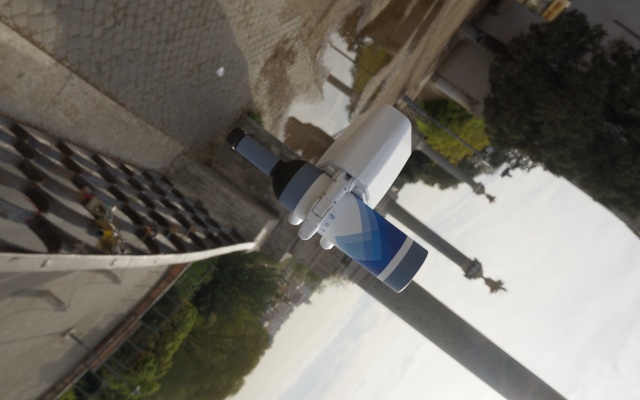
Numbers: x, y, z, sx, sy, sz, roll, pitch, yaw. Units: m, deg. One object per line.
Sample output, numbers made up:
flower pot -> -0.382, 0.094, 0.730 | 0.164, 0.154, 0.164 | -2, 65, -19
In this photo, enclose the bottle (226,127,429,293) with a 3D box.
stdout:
bottle -> 0.000, 0.002, 0.617 | 0.295, 0.069, 0.069 | 37, 4, 5
